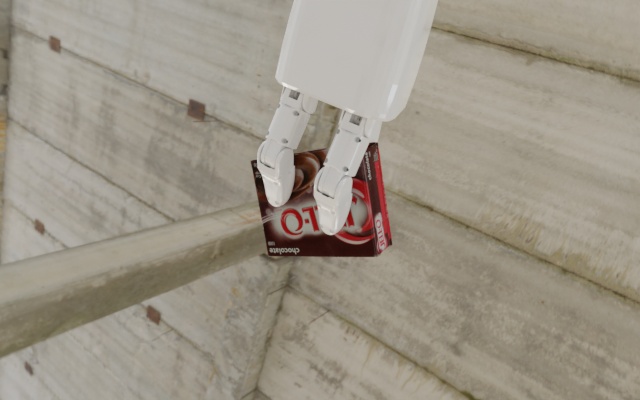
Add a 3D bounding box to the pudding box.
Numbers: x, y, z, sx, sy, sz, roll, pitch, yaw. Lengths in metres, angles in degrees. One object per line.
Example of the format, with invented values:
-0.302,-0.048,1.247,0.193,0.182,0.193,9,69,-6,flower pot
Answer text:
0.000,0.001,0.410,0.113,0.090,0.039,-4,9,34,pudding box
